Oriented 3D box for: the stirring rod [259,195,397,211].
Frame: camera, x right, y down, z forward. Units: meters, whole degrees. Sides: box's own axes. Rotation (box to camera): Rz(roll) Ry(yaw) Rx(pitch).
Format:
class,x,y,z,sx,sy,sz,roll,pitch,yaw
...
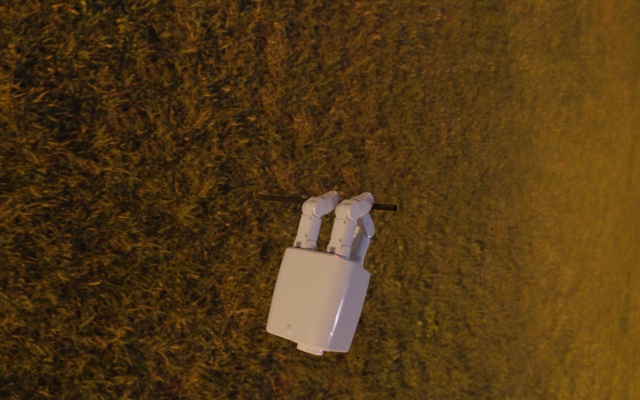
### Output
class,x,y,z,sx,sy,sz,roll,pitch,yaw
stirring rod,0.000,0.002,0.659,0.239,0.011,0.011,4,3,40
